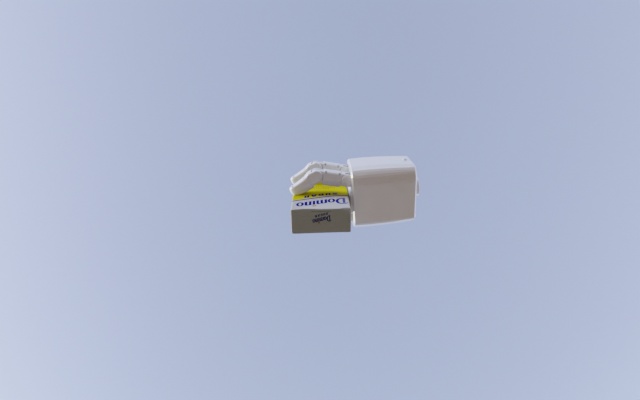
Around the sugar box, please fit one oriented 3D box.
[{"bbox_3d":[0.000,0.002,0.797,0.093,0.048,0.176,-2,17,-1],"label":"sugar box"}]
